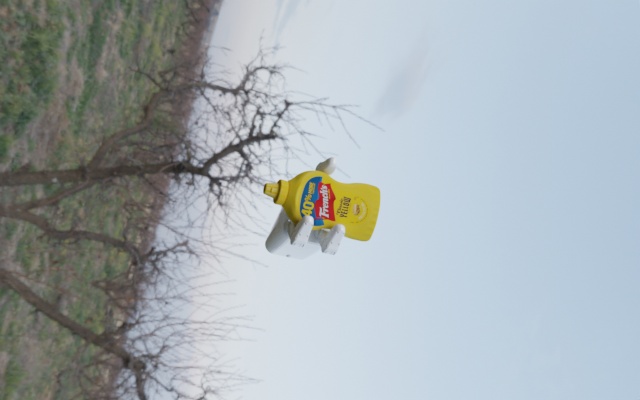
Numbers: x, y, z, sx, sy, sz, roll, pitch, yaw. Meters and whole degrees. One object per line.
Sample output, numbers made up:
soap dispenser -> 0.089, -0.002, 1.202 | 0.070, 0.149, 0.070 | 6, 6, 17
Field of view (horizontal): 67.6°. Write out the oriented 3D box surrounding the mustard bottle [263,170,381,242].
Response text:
mustard bottle -> 0.000, 0.003, 0.778 | 0.191, 0.096, 0.058 | 14, -3, -18
